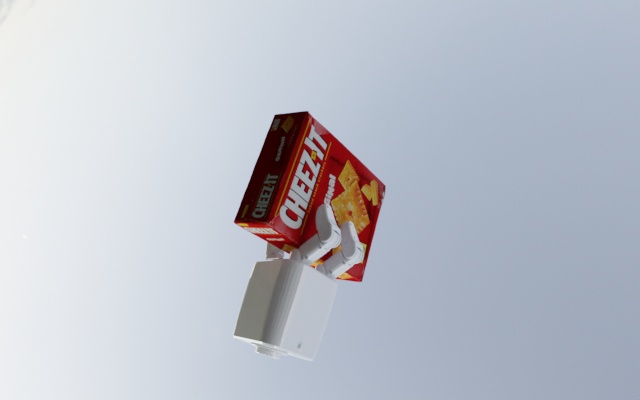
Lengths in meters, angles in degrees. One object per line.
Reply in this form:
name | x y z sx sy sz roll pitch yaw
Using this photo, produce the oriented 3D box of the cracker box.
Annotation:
cracker box | 0.000 0.002 0.672 0.072 0.164 0.214 0 -26 40
